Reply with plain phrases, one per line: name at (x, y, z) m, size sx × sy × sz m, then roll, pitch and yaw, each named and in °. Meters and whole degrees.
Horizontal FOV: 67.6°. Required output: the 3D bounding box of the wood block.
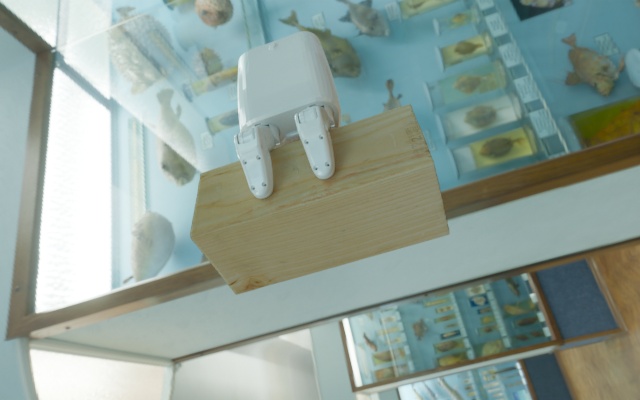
wood block at (0.000, 0.001, 0.438) m, size 0.206 × 0.090 × 0.091 m, roll -17°, pitch -48°, yaw 10°
